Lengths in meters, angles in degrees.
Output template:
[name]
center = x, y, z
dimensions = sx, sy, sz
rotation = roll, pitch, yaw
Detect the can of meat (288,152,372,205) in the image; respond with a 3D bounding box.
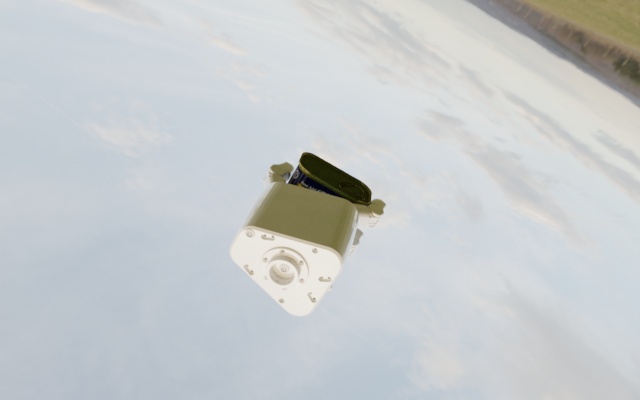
[can of meat]
center = 0.000, 0.002, 0.606
dimensions = 0.102, 0.084, 0.057
rotation = 29, 26, -7
